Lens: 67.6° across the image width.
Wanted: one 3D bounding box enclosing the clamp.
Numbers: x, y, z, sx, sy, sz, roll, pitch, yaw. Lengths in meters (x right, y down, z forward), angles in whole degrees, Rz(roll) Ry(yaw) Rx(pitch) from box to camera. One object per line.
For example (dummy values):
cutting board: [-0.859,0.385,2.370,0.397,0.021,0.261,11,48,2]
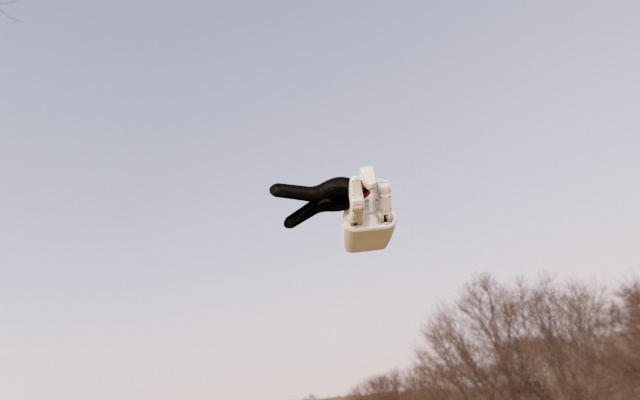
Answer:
clamp: [0.000,0.002,0.841,0.171,0.039,0.120,-6,-31,-3]
